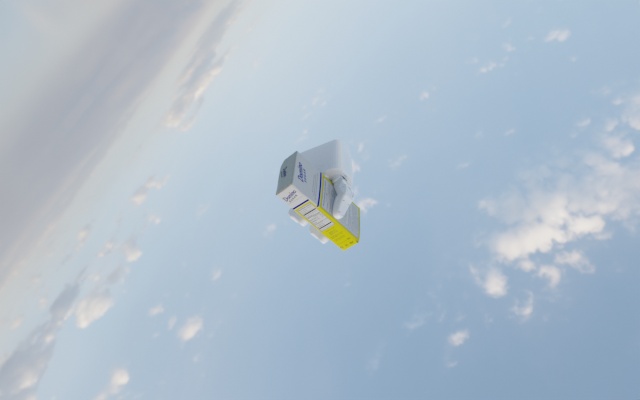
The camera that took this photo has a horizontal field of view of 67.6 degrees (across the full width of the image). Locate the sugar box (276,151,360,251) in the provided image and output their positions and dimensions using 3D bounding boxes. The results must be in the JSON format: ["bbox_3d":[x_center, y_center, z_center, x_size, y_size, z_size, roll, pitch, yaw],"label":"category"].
[{"bbox_3d":[0.000,0.003,0.842,0.048,0.093,0.176,-34,-59,30],"label":"sugar box"}]
